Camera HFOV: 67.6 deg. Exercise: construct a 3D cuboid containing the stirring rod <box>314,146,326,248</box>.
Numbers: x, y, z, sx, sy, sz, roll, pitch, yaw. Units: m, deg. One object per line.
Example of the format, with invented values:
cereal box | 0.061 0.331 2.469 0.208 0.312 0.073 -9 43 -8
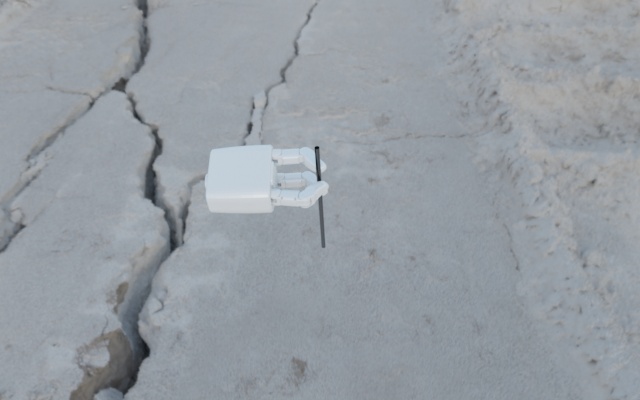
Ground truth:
stirring rod | 0.000 0.003 0.834 0.011 0.240 0.011 -2 44 2
